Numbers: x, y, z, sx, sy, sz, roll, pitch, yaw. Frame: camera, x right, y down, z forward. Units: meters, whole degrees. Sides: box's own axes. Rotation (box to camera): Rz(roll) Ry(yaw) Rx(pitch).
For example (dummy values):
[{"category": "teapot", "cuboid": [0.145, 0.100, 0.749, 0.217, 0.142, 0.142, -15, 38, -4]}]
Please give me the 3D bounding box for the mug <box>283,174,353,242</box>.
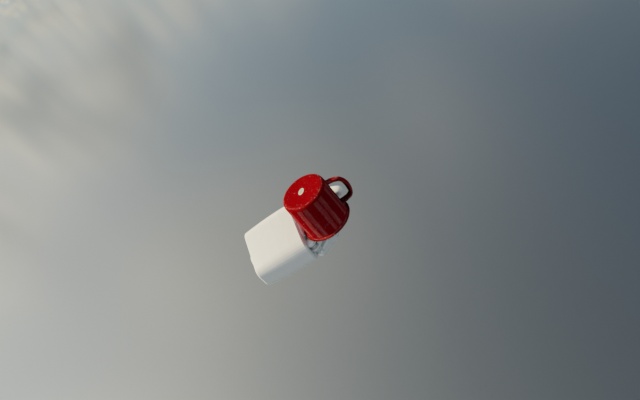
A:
[{"category": "mug", "cuboid": [0.001, 0.002, 0.809, 0.117, 0.081, 0.093, -34, 37, 9]}]
